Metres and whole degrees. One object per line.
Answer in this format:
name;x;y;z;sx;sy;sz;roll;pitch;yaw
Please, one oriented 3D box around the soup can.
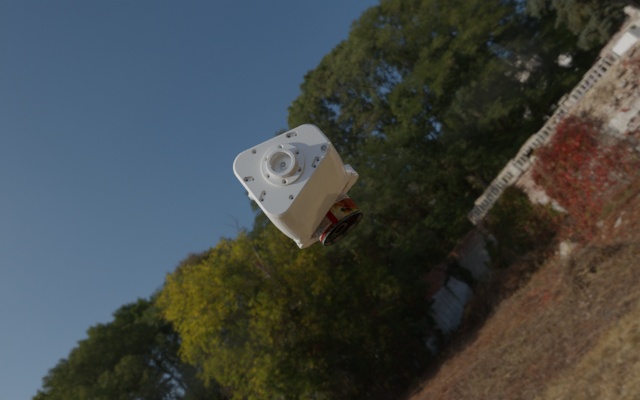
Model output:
soup can;0.000;0.002;0.650;0.068;0.102;0.068;-35;-20;-15
